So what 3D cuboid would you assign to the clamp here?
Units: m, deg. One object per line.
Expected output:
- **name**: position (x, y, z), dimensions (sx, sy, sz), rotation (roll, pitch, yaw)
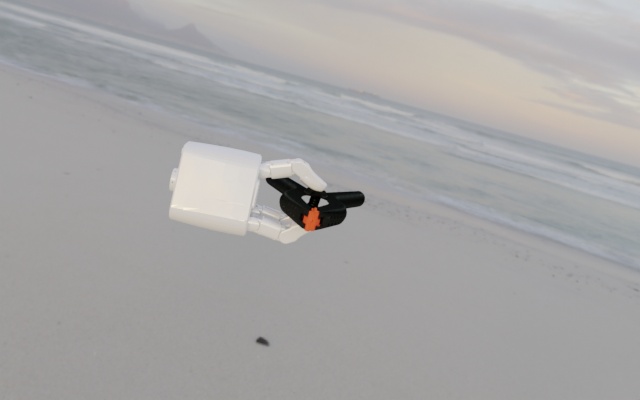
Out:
- **clamp**: position (0.000, 0.002, 0.696), dimensions (0.164, 0.036, 0.210), rotation (11, 14, -9)
